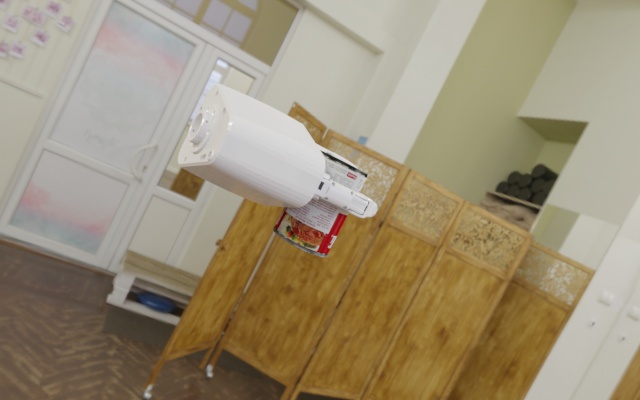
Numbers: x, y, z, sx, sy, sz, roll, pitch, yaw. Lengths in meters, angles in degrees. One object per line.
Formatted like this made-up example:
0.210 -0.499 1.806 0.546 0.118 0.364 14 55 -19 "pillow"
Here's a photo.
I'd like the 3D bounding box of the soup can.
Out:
0.001 0.002 0.527 0.068 0.102 0.068 27 4 -2 "soup can"
